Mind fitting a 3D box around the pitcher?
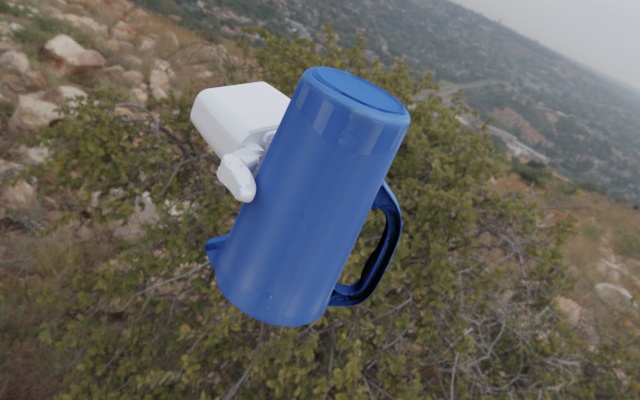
[{"bbox_3d":[0.000,0.001,0.485,0.149,0.243,0.145,-4,39,-46],"label":"pitcher"}]
